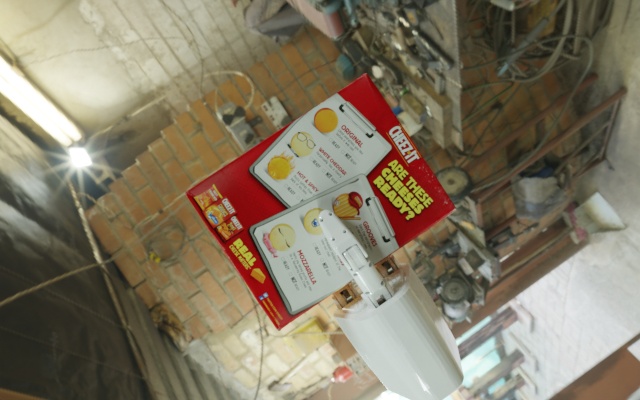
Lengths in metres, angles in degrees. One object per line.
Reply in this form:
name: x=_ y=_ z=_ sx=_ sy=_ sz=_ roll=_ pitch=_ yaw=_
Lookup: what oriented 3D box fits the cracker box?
cracker box: x=0.000 y=0.002 z=0.492 sx=0.213 sy=0.164 sz=0.072 roll=-34 pitch=2 yaw=-3
